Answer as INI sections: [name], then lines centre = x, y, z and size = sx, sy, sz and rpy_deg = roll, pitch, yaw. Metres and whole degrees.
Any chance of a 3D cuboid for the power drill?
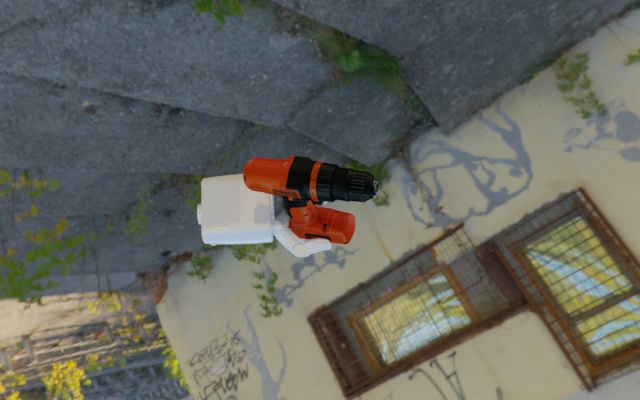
[power drill]
centre = 0.000, 0.002, 0.689
size = 0.184, 0.057, 0.188
rpy_deg = 9, -25, 18
